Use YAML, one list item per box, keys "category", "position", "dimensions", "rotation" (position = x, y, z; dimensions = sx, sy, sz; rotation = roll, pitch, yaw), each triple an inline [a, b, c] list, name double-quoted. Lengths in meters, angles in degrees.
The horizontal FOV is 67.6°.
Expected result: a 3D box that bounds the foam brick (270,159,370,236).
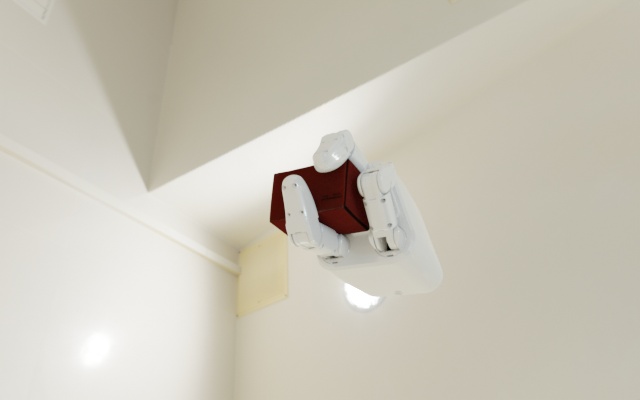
- category: "foam brick"
  position: [0.000, 0.001, 0.439]
  dimensions: [0.078, 0.053, 0.051]
  rotation: [-10, -31, 27]
